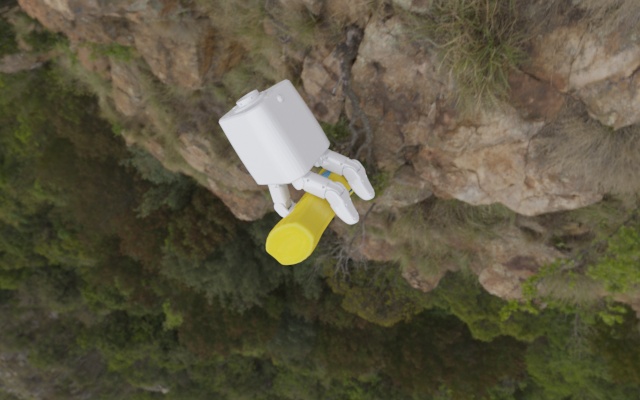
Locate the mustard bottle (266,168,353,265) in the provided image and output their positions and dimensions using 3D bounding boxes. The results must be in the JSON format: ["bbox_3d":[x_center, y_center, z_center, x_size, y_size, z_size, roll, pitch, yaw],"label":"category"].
[{"bbox_3d":[0.000,0.003,0.677,0.096,0.058,0.191,-46,6,48],"label":"mustard bottle"}]
